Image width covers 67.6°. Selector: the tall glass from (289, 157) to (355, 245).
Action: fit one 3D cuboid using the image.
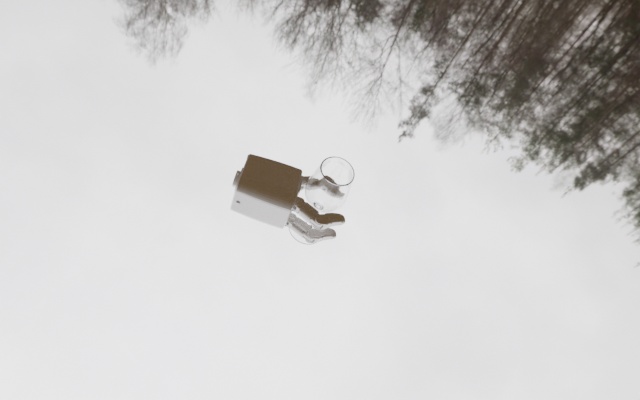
[{"bbox_3d":[0.000,0.003,0.888,0.079,0.079,0.201,0,-32,-21],"label":"tall glass"}]
